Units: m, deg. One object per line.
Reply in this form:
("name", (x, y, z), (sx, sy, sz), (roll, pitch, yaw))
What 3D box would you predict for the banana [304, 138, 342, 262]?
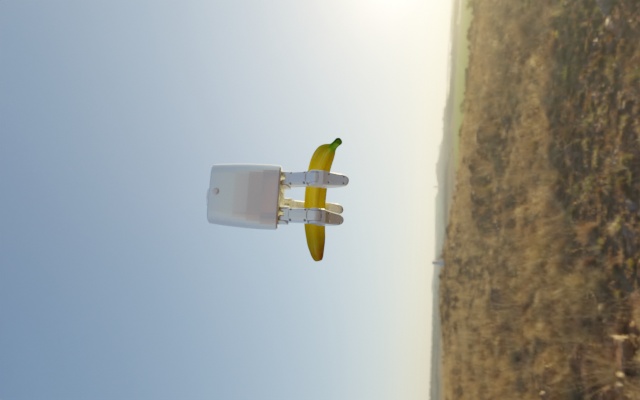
("banana", (-0.004, -0.005, 0.761), (0.037, 0.198, 0.069), (4, 11, -15))
